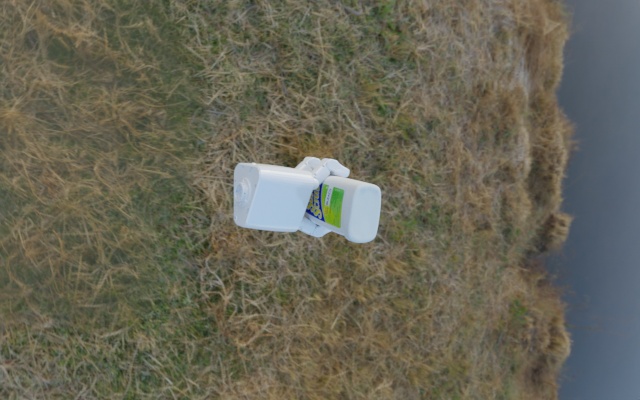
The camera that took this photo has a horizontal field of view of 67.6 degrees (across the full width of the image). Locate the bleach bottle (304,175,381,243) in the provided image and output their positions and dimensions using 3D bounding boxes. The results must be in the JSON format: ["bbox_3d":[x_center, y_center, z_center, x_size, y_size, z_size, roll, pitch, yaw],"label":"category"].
[{"bbox_3d":[0.000,0.003,0.874,0.068,0.102,0.251,4,5,-38],"label":"bleach bottle"}]
